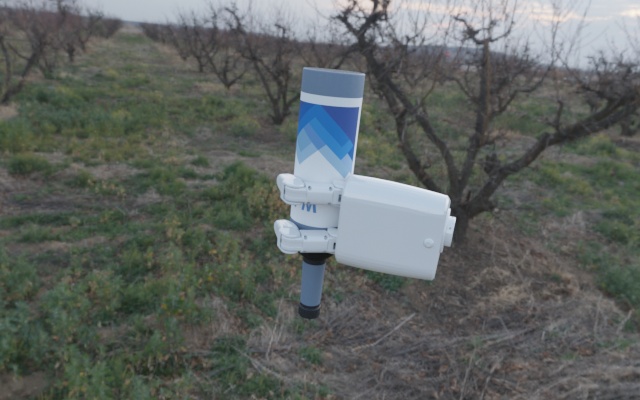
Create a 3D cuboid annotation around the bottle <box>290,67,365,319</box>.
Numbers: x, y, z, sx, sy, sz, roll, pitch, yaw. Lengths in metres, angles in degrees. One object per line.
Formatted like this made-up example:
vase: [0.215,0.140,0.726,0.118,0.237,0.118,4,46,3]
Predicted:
bottle: [0.000,0.002,0.551,0.069,0.296,0.069,5,18,-2]
